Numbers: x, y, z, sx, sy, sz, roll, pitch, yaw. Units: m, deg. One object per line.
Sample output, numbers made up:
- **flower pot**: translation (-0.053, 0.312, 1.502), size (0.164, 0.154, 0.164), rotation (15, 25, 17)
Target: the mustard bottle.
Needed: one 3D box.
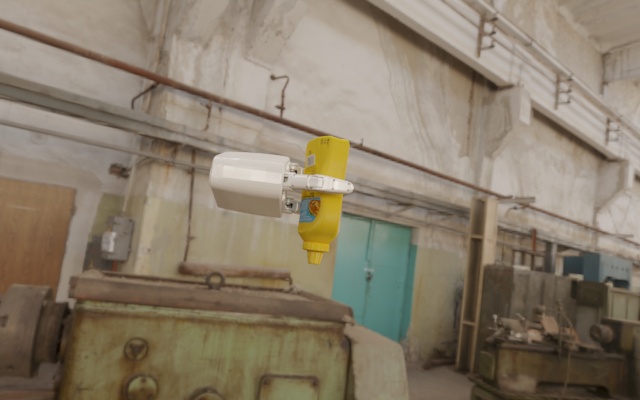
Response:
- **mustard bottle**: translation (0.000, 0.002, 0.737), size (0.058, 0.191, 0.096), rotation (10, -7, -24)
